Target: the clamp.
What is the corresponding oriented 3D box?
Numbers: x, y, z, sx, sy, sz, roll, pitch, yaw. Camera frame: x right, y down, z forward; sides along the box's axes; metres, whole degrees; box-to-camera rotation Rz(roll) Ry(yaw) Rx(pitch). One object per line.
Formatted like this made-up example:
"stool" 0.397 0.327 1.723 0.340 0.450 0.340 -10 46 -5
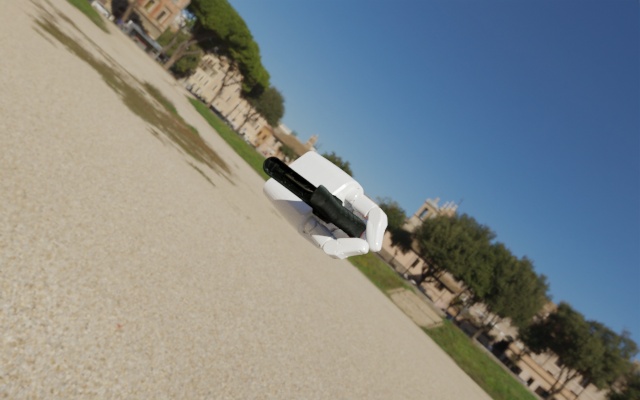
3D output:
"clamp" 0.001 0.002 0.613 0.120 0.039 0.171 41 -1 38
